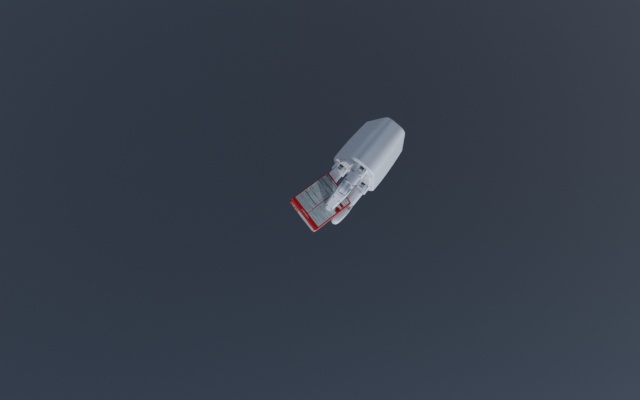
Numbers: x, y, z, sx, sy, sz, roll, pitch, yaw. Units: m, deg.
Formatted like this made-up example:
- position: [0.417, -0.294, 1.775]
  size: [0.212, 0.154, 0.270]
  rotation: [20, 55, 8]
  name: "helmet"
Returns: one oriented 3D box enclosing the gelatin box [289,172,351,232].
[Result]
- position: [0.000, 0.003, 0.879]
  size: [0.089, 0.073, 0.030]
  rotation: [-37, -1, -16]
  name: "gelatin box"
